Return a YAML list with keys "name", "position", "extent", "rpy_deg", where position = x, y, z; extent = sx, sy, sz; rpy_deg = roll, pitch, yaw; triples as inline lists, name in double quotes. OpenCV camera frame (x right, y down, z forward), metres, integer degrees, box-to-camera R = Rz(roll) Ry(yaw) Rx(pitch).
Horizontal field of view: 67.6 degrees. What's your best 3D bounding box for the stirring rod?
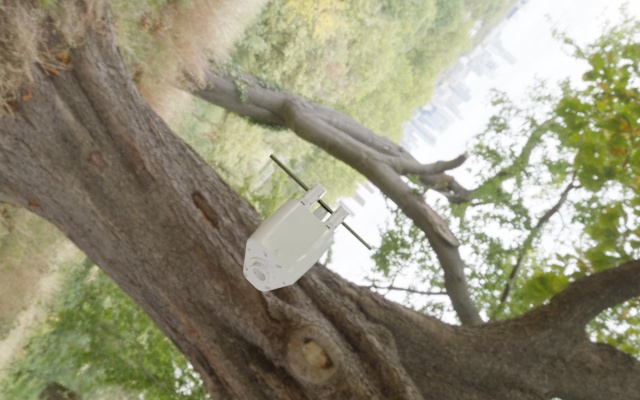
- name: "stirring rod"
  position: [0.000, 0.003, 0.831]
  extent: [0.239, 0.011, 0.011]
  rpy_deg: [43, 2, 3]
